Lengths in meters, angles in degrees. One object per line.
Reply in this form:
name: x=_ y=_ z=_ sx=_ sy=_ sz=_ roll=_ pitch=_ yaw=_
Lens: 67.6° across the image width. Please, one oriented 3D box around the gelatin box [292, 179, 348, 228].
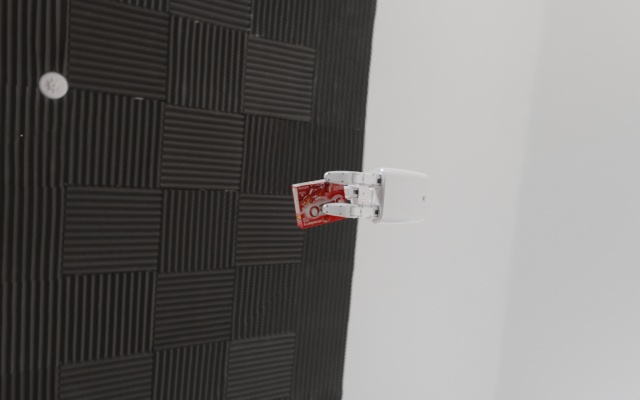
gelatin box: x=0.000 y=0.003 z=0.823 sx=0.089 sy=0.073 sz=0.030 roll=-11 pitch=11 yaw=-22
